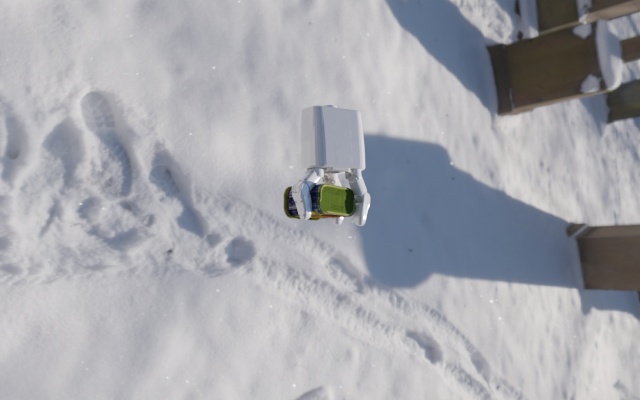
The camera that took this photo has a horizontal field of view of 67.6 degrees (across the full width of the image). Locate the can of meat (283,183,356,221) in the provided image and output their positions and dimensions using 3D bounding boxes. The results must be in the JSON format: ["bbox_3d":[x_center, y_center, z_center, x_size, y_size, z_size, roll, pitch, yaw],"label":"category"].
[{"bbox_3d":[0.000,0.003,0.839,0.084,0.057,0.102,-6,-10,41],"label":"can of meat"}]
